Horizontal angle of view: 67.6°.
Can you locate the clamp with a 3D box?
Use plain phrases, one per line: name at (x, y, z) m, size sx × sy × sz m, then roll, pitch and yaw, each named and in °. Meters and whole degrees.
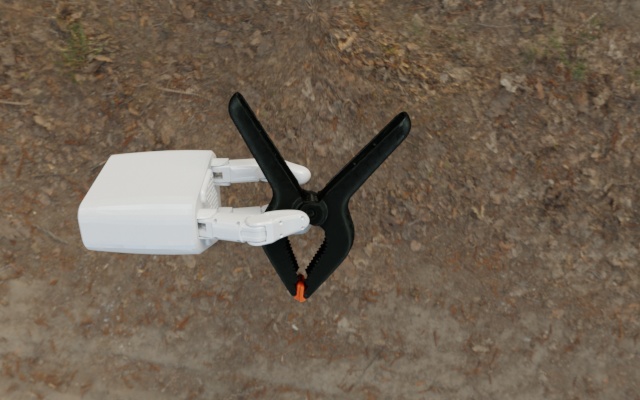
clamp at (0.000, 0.002, 0.461) m, size 0.164 × 0.210 × 0.036 m, roll 0°, pitch 22°, yaw 1°
